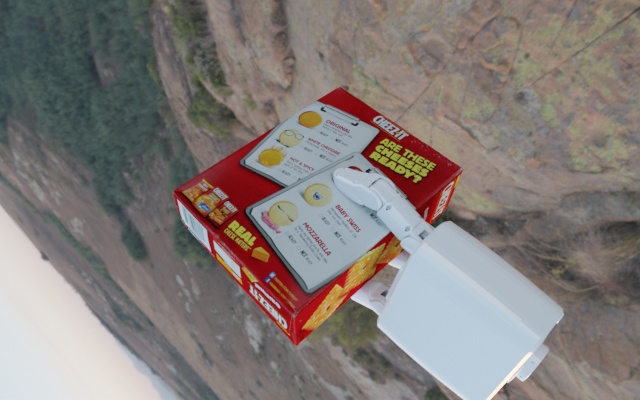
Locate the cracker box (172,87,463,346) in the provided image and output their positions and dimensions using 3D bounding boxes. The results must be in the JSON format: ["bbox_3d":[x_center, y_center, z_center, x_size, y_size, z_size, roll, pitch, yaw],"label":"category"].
[{"bbox_3d":[0.000,0.001,0.453,0.213,0.072,0.164,-37,62,-26],"label":"cracker box"}]
